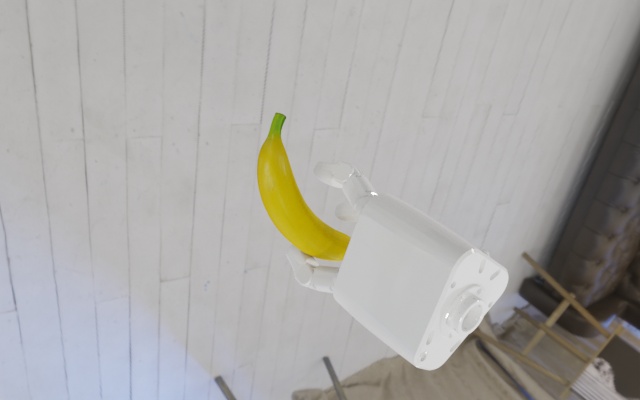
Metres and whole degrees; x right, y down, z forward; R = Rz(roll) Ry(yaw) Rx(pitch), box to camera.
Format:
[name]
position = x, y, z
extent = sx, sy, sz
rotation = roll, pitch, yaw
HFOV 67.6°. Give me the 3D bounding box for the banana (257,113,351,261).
[banana]
position = -0.014, 0.011, 0.478
extent = 0.069, 0.198, 0.037
rotation = -43, 40, -18
